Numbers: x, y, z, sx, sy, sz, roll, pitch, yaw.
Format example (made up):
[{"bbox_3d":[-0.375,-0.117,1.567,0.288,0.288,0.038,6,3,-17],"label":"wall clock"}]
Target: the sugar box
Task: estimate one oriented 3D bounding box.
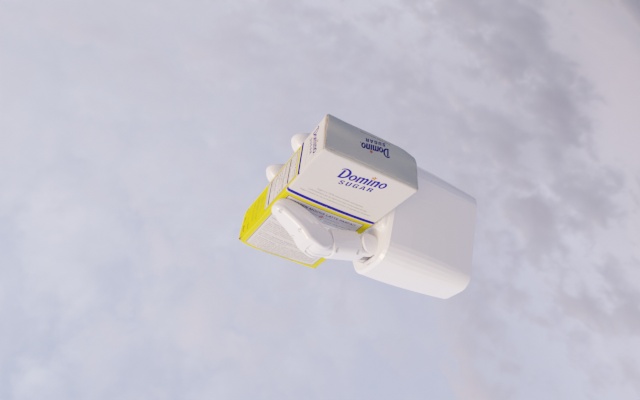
[{"bbox_3d":[0.000,0.001,0.448,0.093,0.048,0.176,22,-41,-22],"label":"sugar box"}]
